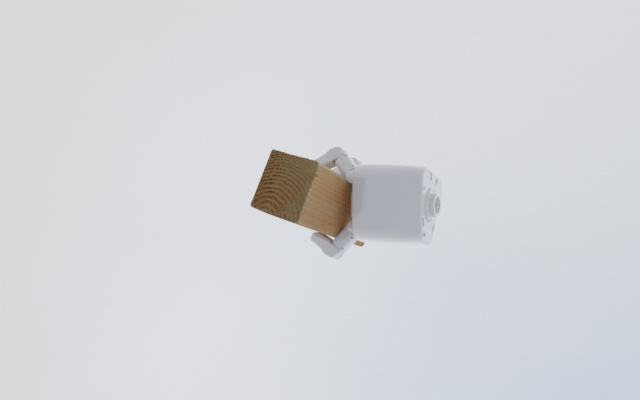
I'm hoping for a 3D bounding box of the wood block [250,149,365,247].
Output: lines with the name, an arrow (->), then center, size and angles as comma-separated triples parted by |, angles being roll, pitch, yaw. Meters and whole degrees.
wood block -> 0.000, 0.003, 0.740 | 0.090, 0.091, 0.206 | 18, -4, 33
